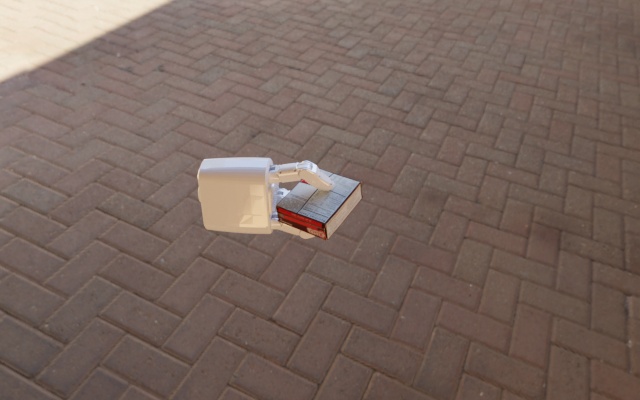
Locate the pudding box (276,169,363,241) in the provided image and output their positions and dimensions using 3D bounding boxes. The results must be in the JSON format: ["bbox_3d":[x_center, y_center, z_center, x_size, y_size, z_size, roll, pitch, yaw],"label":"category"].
[{"bbox_3d":[0.000,0.002,0.732,0.090,0.039,0.113,20,48,26],"label":"pudding box"}]
